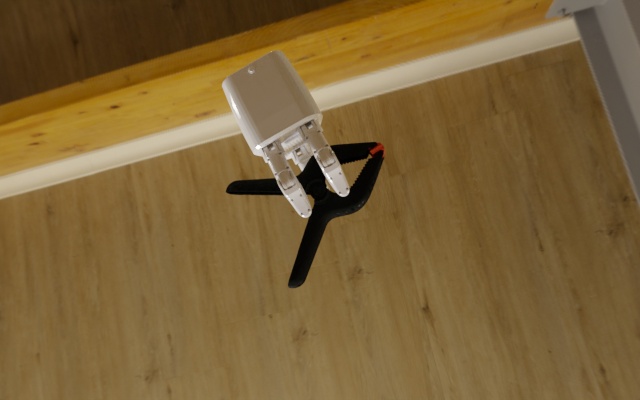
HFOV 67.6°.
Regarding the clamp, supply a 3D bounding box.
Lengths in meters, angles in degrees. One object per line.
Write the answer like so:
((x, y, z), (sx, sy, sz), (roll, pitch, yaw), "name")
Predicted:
((0.001, 0.002, 0.618), (0.210, 0.164, 0.036), (-29, -11, 4), "clamp")
